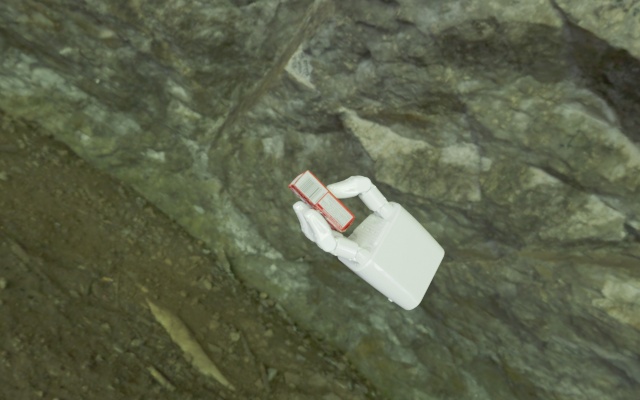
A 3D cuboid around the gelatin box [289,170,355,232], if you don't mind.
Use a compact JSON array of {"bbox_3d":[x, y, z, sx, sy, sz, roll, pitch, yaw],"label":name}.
[{"bbox_3d":[0.000,0.002,0.633,0.089,0.030,0.073,45,-6,-6],"label":"gelatin box"}]
